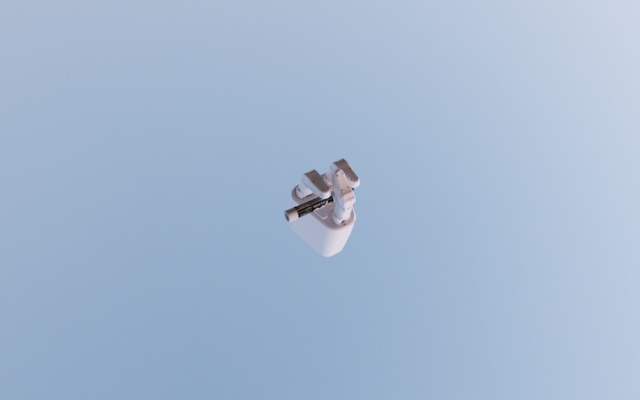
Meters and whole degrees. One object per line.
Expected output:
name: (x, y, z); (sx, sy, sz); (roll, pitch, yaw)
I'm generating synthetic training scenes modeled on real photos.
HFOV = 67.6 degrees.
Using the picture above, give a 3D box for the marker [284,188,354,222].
marker: (0.000, 0.002, 0.740); (0.121, 0.020, 0.020); (-24, 9, -23)
